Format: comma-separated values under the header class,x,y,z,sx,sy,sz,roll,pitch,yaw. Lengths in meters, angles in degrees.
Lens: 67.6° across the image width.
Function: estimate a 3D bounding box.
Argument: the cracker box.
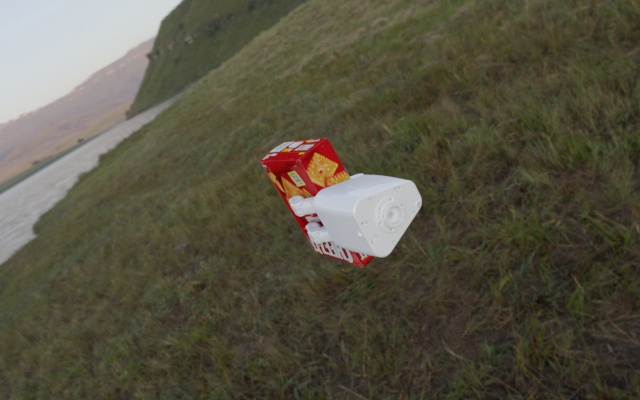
class,x,y,z,sx,sy,sz,roll,pitch,yaw
cracker box,0.000,0.002,0.817,0.072,0.214,0.164,-38,21,-21
